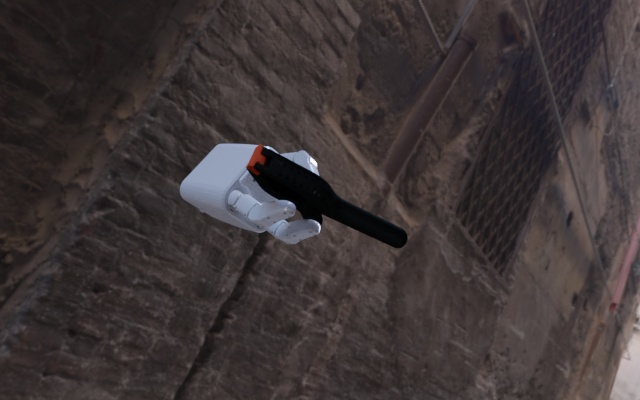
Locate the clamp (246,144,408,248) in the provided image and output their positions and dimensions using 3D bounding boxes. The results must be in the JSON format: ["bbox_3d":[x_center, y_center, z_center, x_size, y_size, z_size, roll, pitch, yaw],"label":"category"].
[{"bbox_3d":[0.000,0.001,0.570,0.164,0.036,0.210,8,-22,39],"label":"clamp"}]
